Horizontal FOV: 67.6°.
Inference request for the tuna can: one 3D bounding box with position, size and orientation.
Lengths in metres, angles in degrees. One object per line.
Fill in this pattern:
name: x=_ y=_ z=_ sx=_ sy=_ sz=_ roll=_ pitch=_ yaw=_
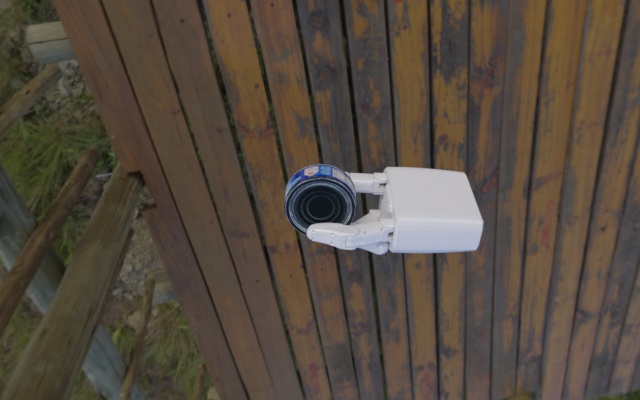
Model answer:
tuna can: x=0.000 y=0.002 z=0.564 sx=0.086 sy=0.086 sz=0.033 roll=0 pitch=31 yaw=0
